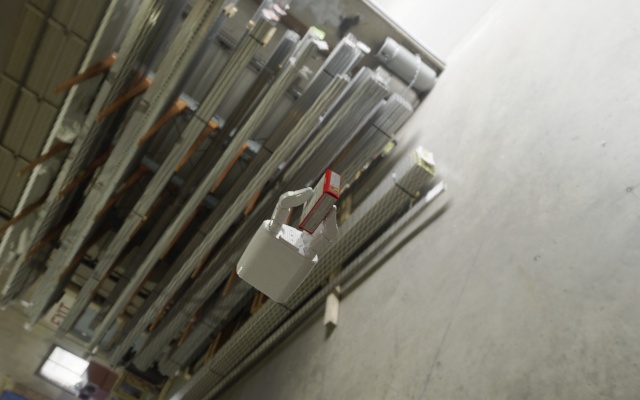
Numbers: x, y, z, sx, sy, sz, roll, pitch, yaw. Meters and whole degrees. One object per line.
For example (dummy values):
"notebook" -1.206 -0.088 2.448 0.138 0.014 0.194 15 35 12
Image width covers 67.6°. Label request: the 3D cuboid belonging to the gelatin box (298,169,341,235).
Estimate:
"gelatin box" 0.000 0.002 0.800 0.030 0.089 0.073 28 31 -11
